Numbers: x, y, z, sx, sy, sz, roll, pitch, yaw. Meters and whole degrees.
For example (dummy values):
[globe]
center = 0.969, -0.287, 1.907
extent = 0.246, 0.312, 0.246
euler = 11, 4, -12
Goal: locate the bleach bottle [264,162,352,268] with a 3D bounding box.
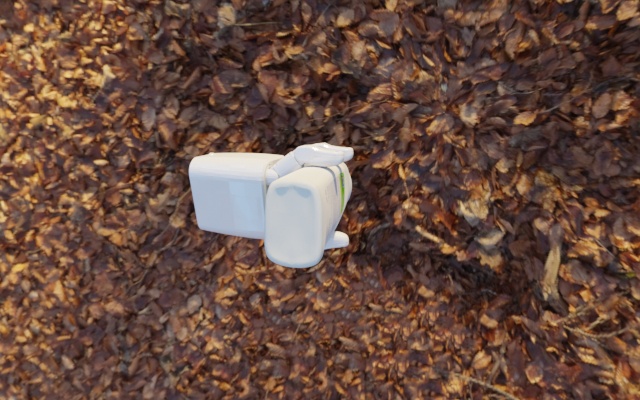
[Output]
[bleach bottle]
center = 0.000, 0.002, 0.628
extent = 0.068, 0.102, 0.251
euler = 5, 11, 13
